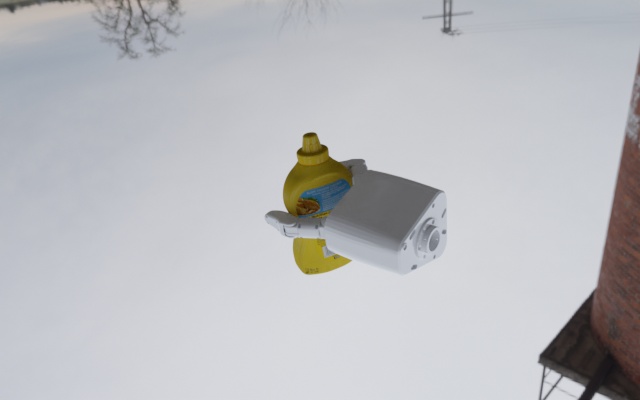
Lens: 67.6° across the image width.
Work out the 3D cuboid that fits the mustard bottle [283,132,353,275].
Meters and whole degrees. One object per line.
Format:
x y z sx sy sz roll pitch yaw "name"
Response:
0.000 0.002 0.633 0.096 0.192 0.058 -19 30 -17 "mustard bottle"
